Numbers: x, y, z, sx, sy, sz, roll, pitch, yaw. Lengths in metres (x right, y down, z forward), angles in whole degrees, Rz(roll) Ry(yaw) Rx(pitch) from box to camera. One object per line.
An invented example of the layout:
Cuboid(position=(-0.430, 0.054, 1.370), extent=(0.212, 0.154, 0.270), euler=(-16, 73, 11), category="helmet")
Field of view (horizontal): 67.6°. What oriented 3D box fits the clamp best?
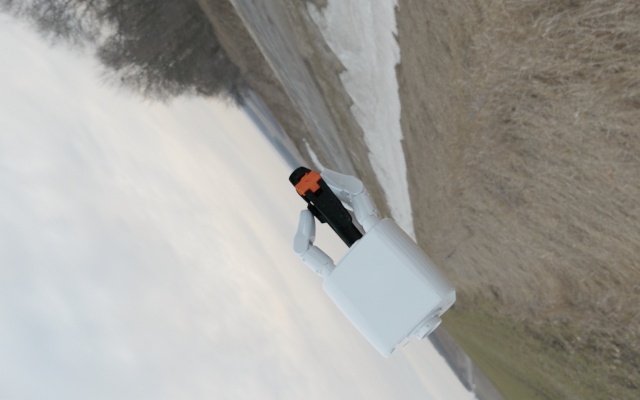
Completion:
Cuboid(position=(0.000, 0.002, 0.599), extent=(0.164, 0.036, 0.210), euler=(45, -3, 26), category="clamp")
